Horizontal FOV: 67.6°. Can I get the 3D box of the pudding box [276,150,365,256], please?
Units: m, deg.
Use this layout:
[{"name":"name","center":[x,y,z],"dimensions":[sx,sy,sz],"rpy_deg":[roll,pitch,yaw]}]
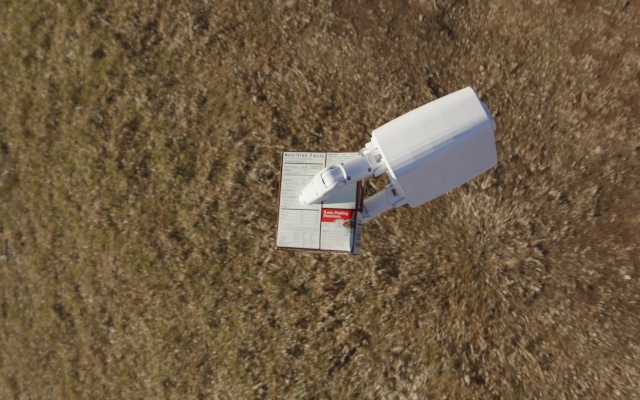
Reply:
[{"name":"pudding box","center":[0.000,0.002,0.525],"dimensions":[0.090,0.113,0.039],"rpy_deg":[2,-7,15]}]
